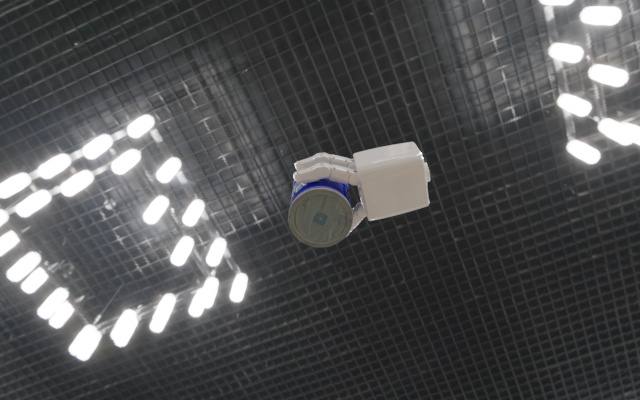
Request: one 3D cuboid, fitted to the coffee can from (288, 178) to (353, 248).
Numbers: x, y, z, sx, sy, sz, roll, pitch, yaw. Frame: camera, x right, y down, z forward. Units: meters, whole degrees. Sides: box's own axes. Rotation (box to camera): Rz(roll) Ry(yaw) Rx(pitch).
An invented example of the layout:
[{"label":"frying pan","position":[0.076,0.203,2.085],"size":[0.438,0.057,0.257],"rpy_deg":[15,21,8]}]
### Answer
[{"label":"coffee can","position":[0.000,0.003,0.814],"size":[0.103,0.103,0.140],"rpy_deg":[0,23,0]}]
